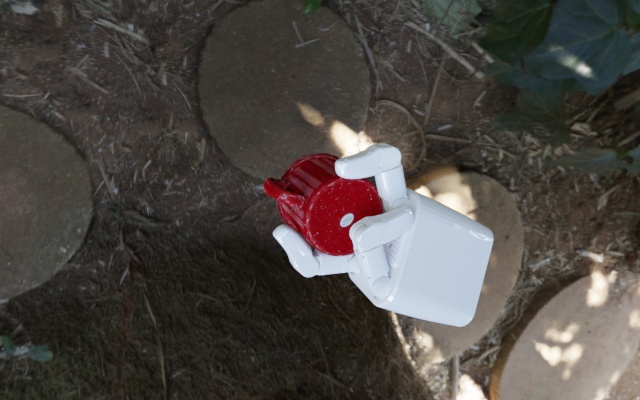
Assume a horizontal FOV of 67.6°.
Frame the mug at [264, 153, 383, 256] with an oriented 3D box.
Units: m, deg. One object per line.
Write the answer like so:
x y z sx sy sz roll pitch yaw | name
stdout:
-0.001 0.001 0.473 0.117 0.093 0.081 19 8 -25 | mug
